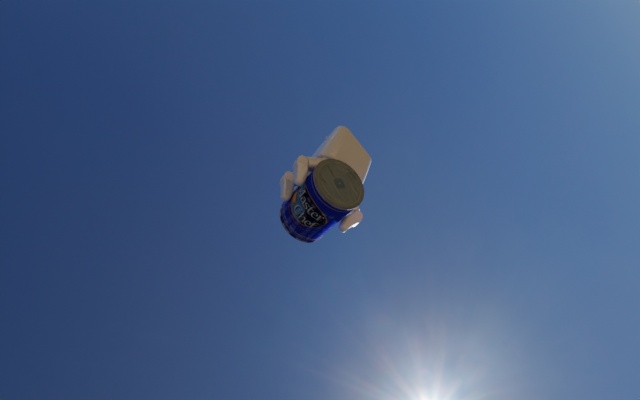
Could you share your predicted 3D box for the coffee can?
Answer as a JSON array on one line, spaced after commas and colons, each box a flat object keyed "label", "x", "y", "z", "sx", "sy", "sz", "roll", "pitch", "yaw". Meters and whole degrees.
[{"label": "coffee can", "x": 0.000, "y": 0.003, "z": 0.885, "sx": 0.103, "sy": 0.102, "sz": 0.140, "roll": 0, "pitch": -29, "yaw": -34}]
